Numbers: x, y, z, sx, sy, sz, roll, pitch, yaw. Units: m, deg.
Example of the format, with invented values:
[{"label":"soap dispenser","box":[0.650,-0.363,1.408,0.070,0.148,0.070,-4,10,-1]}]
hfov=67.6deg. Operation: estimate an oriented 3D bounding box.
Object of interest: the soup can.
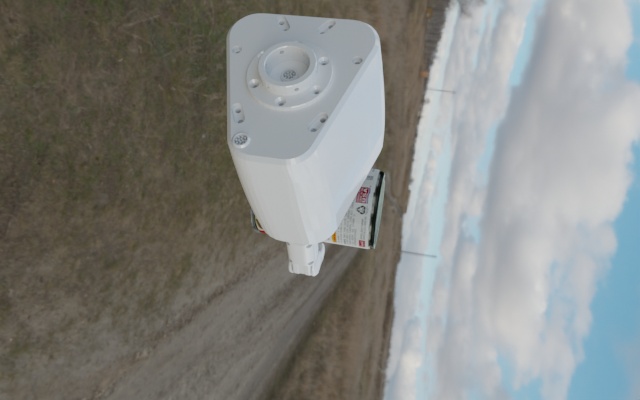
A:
[{"label":"soup can","box":[0.000,0.002,0.407,0.102,0.068,0.068,8,1,10]}]
